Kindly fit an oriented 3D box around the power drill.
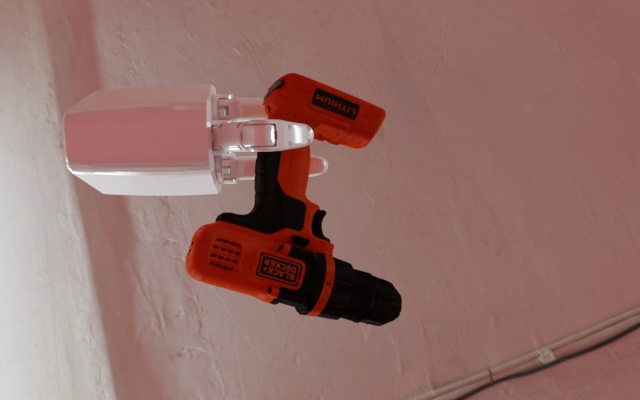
[{"bbox_3d":[0.000,0.001,0.404,0.184,0.187,0.057,19,-18,-19],"label":"power drill"}]
